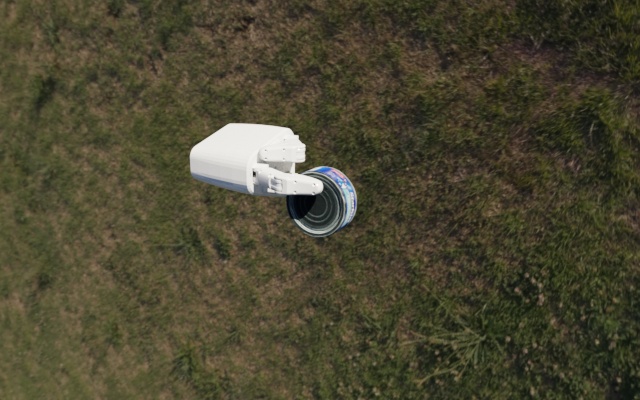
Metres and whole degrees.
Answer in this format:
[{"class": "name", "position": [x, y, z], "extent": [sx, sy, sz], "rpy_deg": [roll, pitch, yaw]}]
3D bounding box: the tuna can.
[{"class": "tuna can", "position": [0.000, 0.002, 0.597], "extent": [0.086, 0.086, 0.033], "rpy_deg": [0, 12, 28]}]
